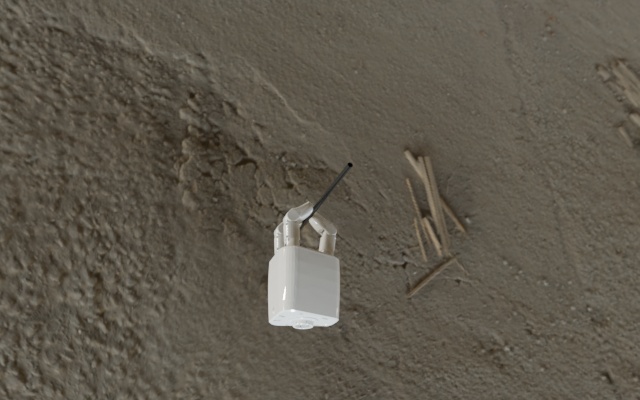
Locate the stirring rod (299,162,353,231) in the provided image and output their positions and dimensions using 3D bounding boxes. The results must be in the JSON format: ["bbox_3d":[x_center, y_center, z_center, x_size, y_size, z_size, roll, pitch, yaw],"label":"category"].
[{"bbox_3d":[0.000,0.003,0.787,0.011,0.011,0.240,0,-27,-23],"label":"stirring rod"}]
